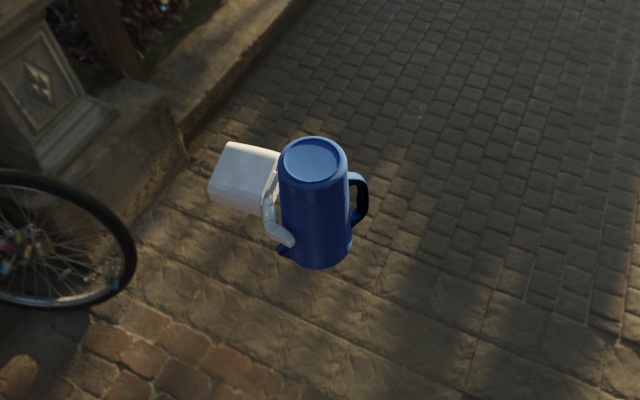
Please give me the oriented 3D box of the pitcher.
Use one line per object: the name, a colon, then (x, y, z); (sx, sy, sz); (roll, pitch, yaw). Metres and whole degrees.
pitcher: (0.000, 0.003, 0.823); (0.145, 0.149, 0.243); (15, -33, 12)
